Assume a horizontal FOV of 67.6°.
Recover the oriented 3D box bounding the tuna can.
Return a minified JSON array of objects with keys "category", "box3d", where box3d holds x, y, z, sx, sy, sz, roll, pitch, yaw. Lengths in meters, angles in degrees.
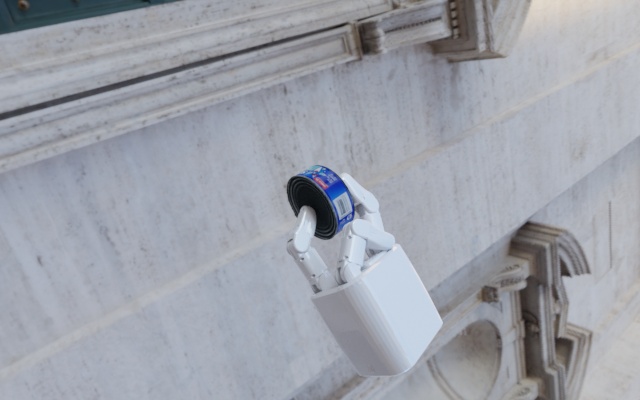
[{"category":"tuna can","box3d":[0.000,0.002,0.566,0.033,0.086,0.086,-33,18,-31]}]
